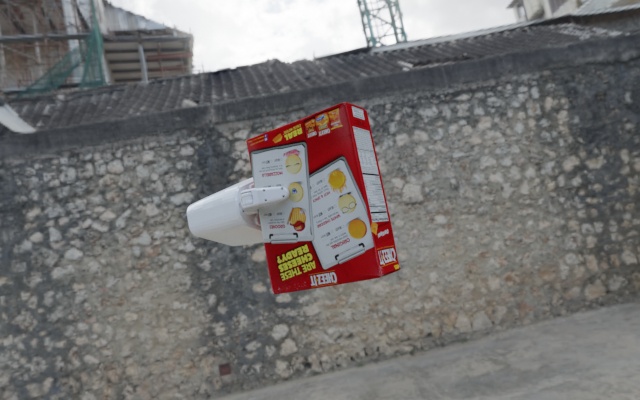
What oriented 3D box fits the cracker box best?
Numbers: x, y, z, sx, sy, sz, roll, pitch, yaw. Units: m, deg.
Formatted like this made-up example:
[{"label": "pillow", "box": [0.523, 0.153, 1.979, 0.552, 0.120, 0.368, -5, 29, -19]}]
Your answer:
[{"label": "cracker box", "box": [0.000, 0.002, 0.623, 0.164, 0.213, 0.072, -15, -7, 32]}]
